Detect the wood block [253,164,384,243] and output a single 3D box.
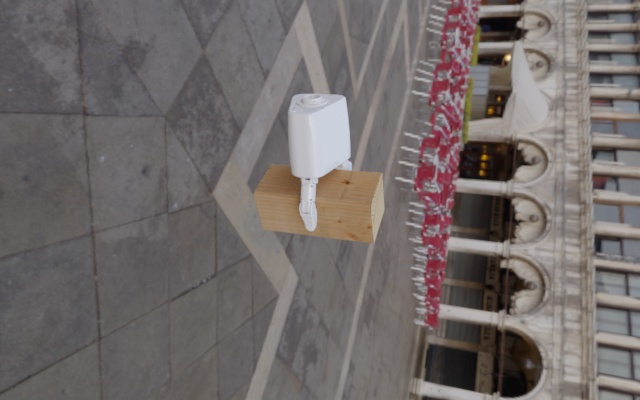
[{"bbox_3d":[0.000,0.003,0.840,0.206,0.090,0.090,6,41,18],"label":"wood block"}]
